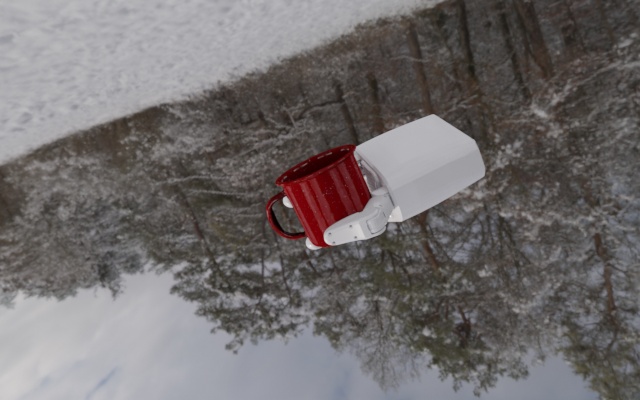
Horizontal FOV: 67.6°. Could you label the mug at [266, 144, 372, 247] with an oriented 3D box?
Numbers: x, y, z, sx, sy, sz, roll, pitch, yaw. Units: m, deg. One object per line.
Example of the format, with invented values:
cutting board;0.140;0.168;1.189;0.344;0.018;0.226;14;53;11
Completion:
mug;-0.001;0.003;0.510;0.117;0.081;0.093;-26;15;-3
